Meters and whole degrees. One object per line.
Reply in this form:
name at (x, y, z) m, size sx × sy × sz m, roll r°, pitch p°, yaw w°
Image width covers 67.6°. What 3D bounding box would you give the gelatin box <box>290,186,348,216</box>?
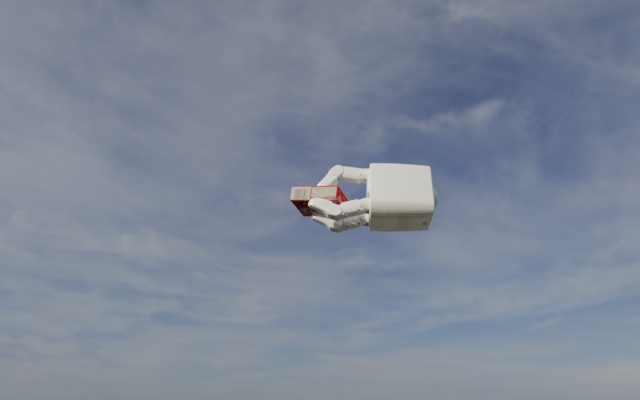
gelatin box at (0.000, 0.002, 0.843) m, size 0.089 × 0.030 × 0.073 m, roll 0°, pitch -24°, yaw 19°
